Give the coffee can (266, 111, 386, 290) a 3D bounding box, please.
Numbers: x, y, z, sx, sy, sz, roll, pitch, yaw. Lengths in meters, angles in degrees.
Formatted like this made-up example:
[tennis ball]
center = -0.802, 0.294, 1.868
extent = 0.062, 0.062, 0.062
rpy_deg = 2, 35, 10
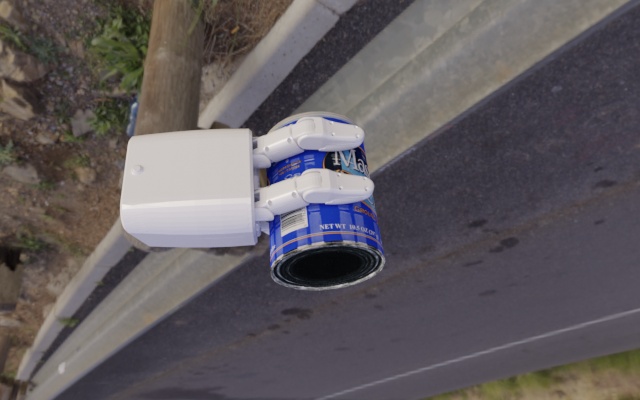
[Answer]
[coffee can]
center = 0.000, 0.001, 0.456
extent = 0.103, 0.140, 0.103
rpy_deg = -5, -30, -3
